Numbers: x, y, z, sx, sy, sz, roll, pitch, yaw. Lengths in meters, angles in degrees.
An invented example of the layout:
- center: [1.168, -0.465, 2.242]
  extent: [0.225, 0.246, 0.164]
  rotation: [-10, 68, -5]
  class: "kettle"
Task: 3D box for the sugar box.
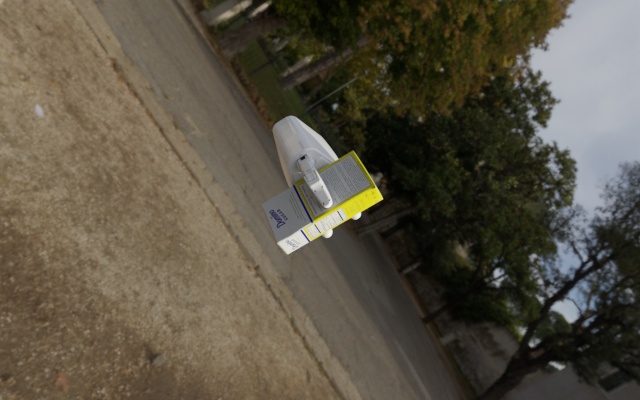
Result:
- center: [0.000, 0.003, 0.764]
  extent: [0.176, 0.093, 0.048]
  rotation: [-31, -42, 4]
  class: "sugar box"
